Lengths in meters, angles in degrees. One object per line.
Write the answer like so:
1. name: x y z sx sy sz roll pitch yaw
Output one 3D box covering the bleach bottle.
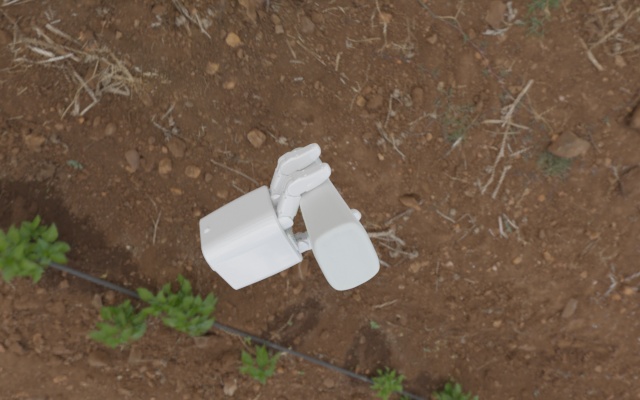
1. bleach bottle: 0.000 0.002 0.657 0.068 0.103 0.250 -26 35 0
